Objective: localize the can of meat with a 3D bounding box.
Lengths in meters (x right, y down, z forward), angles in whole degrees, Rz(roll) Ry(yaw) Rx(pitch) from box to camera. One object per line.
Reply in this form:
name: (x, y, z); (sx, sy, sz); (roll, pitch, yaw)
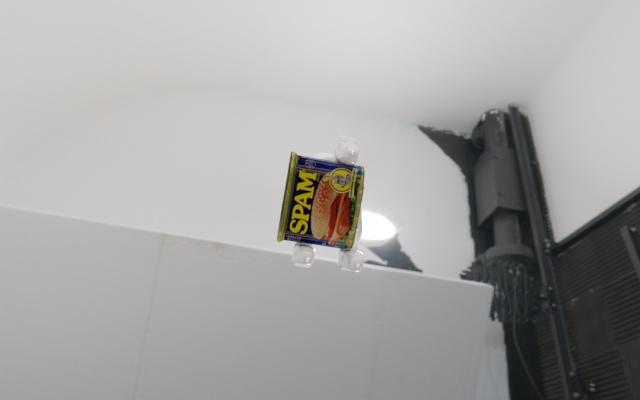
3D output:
can of meat: (0.000, 0.002, 0.540); (0.084, 0.102, 0.057); (9, 7, -7)
